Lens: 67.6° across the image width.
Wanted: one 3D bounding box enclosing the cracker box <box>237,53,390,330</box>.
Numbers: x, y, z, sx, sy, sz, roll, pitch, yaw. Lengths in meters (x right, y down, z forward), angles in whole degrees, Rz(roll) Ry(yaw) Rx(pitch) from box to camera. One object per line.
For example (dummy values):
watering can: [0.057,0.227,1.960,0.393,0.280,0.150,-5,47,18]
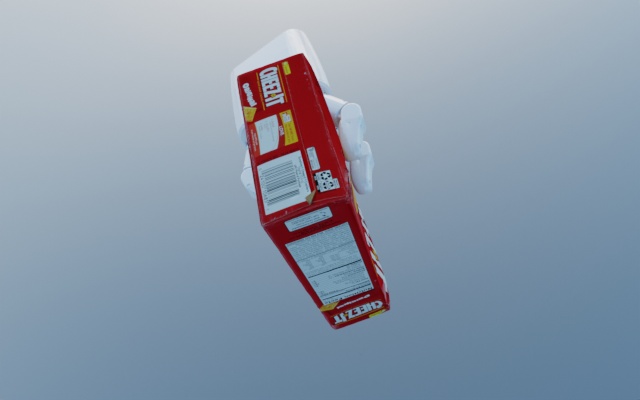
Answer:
cracker box: [0.000,0.001,0.445,0.072,0.164,0.214,-19,-37,5]
